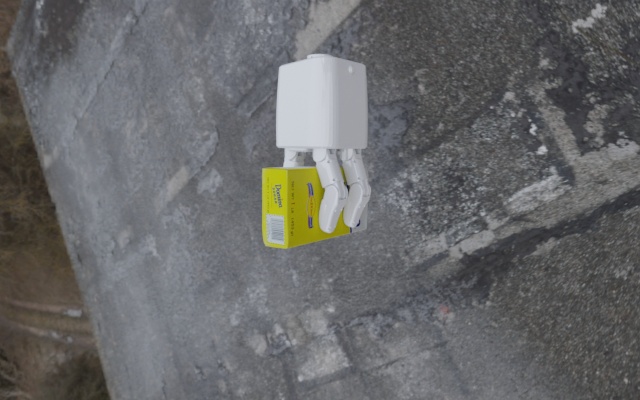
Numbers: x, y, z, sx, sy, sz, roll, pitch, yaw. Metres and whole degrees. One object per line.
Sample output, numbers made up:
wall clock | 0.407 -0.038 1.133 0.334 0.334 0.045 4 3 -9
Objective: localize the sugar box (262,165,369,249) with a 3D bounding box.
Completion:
sugar box | 0.000 0.002 0.612 0.048 0.093 0.176 7 9 39
